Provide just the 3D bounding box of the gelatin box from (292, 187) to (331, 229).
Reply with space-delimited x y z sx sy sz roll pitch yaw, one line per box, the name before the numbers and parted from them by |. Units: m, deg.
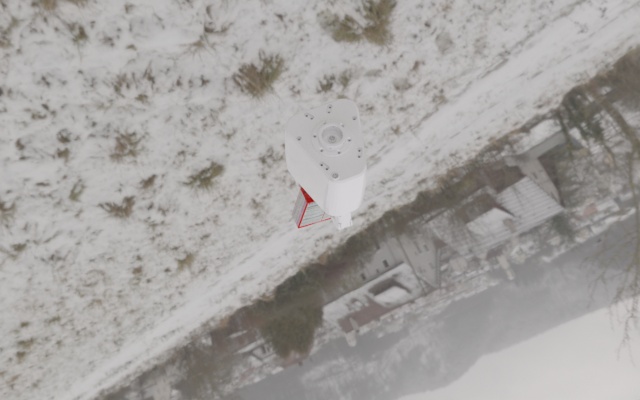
gelatin box | 0.000 0.003 0.721 0.073 0.030 0.089 -17 -25 -21
